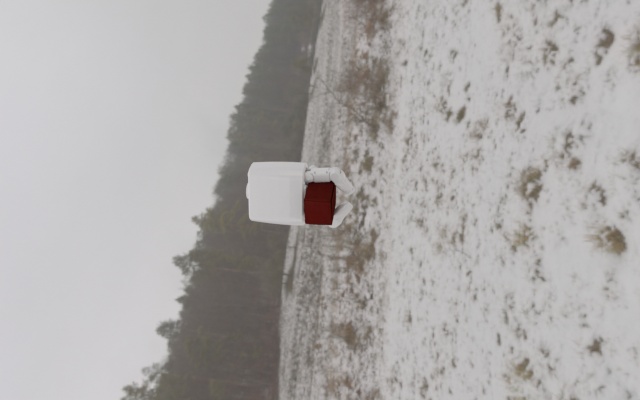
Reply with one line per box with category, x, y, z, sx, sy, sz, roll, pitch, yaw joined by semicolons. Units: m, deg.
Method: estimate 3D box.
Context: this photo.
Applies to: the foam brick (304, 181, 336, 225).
foam brick;0.000;0.003;0.877;0.051;0.053;0.078;3;32;6
